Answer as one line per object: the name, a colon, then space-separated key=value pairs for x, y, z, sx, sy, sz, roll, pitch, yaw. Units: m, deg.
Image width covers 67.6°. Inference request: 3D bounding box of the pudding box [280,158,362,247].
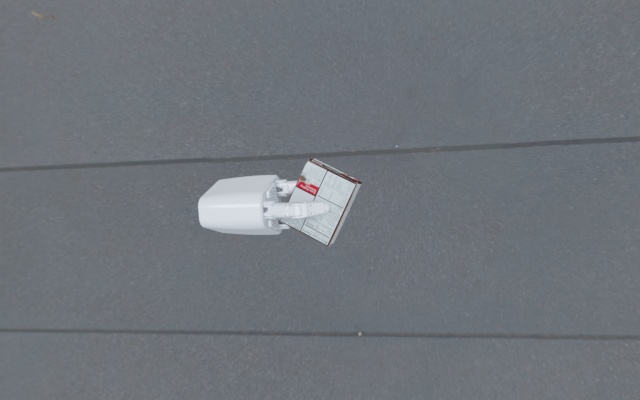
pudding box: x=0.000 y=0.002 z=0.743 sx=0.090 sy=0.113 sz=0.039 roll=27 pitch=13 yaw=11
